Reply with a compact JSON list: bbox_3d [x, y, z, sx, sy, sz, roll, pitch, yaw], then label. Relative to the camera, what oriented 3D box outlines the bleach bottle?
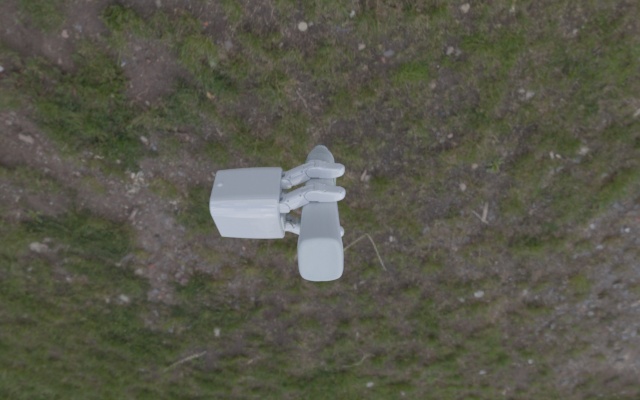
[{"bbox_3d":[0.000,0.003,0.788,0.068,0.103,0.250,-1,44,1],"label":"bleach bottle"}]
